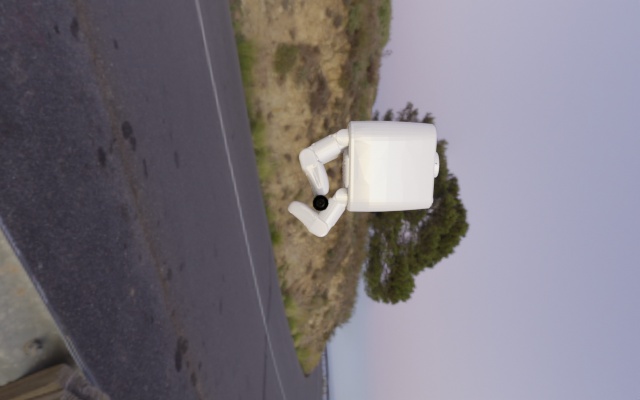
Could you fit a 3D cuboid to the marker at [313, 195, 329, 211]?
[{"bbox_3d":[0.000,0.002,0.600,0.020,0.020,0.121,0,1,0],"label":"marker"}]
